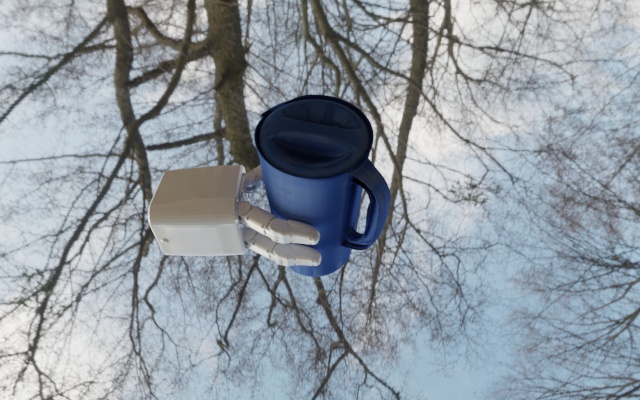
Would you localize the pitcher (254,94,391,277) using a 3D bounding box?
[{"bbox_3d":[0.000,0.002,0.613,0.145,0.149,0.243,-3,-38,-2],"label":"pitcher"}]
